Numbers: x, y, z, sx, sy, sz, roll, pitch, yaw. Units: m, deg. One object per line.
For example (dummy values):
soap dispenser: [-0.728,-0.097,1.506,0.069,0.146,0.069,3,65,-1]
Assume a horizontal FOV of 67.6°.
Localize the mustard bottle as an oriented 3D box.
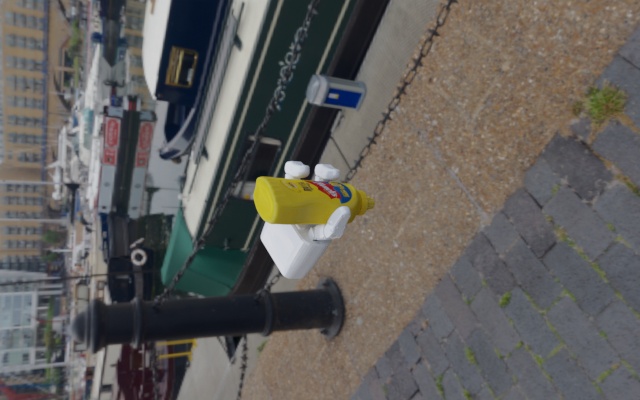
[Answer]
mustard bottle: [0.000,0.002,0.738,0.191,0.058,0.096,3,24,-28]
